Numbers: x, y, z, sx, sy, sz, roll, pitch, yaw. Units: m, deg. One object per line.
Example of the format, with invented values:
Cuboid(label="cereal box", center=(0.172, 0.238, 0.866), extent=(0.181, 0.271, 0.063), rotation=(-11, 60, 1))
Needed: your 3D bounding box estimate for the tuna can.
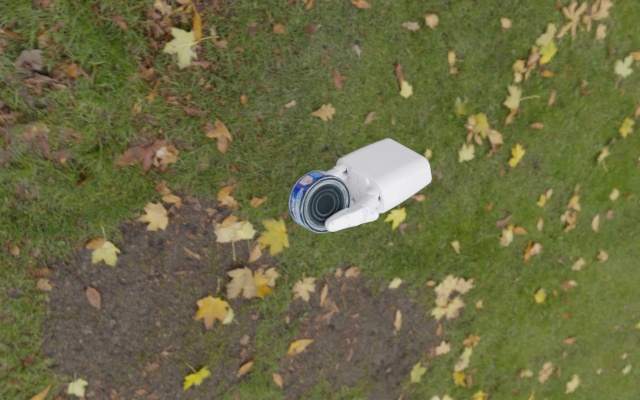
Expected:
Cuboid(label="tuna can", center=(0.000, 0.002, 0.677), extent=(0.086, 0.086, 0.033), rotation=(0, 16, -34))
